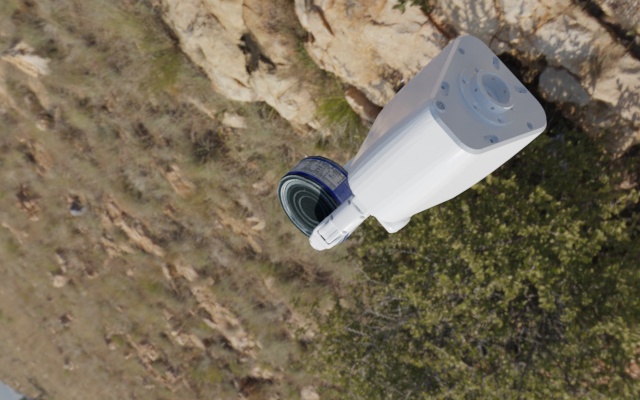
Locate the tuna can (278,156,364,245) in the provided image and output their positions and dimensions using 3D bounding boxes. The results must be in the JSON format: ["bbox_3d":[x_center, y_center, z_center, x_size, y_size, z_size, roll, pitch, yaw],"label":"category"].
[{"bbox_3d":[0.000,0.002,0.462,0.086,0.086,0.033,0,35,48],"label":"tuna can"}]
